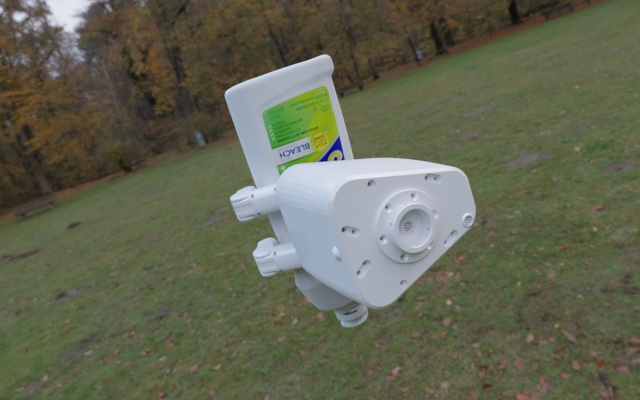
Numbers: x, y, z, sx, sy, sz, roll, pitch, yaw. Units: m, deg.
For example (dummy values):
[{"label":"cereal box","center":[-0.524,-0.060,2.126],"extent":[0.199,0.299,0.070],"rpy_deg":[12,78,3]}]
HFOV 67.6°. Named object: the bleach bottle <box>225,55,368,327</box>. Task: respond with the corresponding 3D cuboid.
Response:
[{"label":"bleach bottle","center":[0.000,0.001,0.454],"extent":[0.102,0.251,0.068],"rpy_deg":[-24,14,-18]}]
